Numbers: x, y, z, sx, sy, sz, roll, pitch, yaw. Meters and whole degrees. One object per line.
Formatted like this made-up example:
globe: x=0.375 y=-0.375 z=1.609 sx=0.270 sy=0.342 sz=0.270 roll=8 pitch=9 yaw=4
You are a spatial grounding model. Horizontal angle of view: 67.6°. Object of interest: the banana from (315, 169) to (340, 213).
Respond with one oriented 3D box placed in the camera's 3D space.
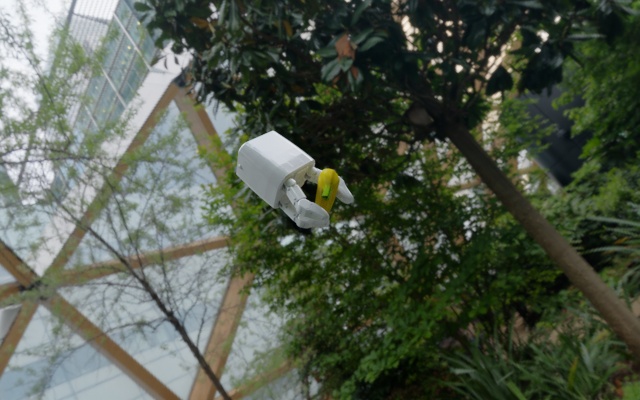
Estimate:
banana: x=0.008 y=-0.014 z=0.859 sx=0.037 sy=0.069 sz=0.198 roll=25 pitch=-13 yaw=5
